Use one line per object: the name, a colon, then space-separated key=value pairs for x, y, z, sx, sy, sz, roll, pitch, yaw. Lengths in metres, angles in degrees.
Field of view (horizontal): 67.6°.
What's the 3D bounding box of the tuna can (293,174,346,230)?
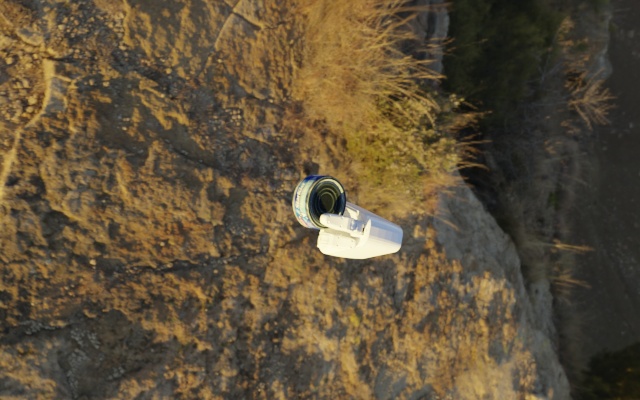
tuna can: x=0.000 y=0.002 z=0.745 sx=0.086 sy=0.086 sz=0.034 roll=0 pitch=5 yaw=-42
